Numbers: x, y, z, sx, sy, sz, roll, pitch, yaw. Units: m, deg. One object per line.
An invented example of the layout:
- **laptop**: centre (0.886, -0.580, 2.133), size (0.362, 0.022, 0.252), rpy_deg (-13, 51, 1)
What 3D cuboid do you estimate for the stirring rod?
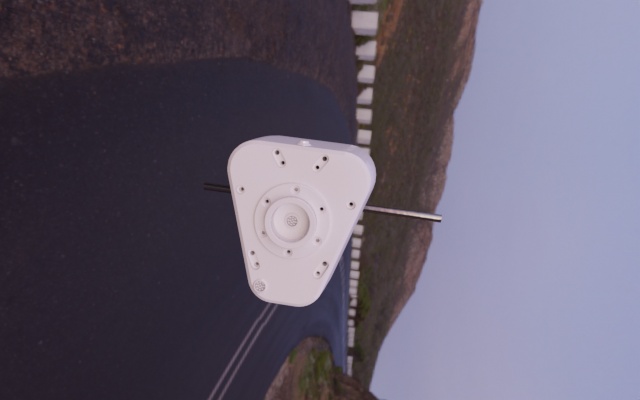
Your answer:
- **stirring rod**: centre (0.000, 0.002, 0.480), size (0.239, 0.011, 0.011), rpy_deg (8, 1, 4)
